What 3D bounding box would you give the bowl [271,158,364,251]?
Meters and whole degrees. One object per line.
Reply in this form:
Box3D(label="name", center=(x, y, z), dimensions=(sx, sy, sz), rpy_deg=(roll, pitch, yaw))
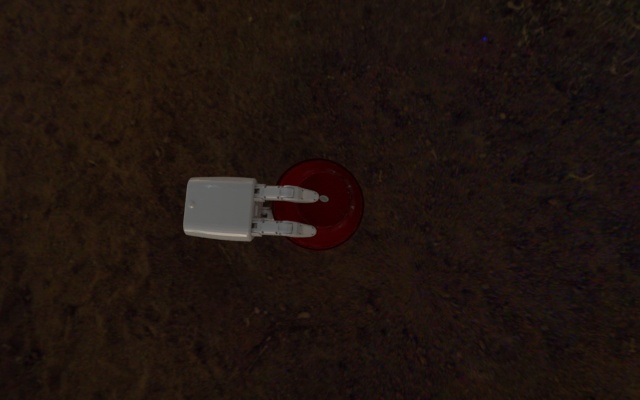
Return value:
Box3D(label="bowl", center=(0.001, 0.002, 0.793), dimensions=(0.162, 0.162, 0.055), rpy_deg=(0, -8, -9))
